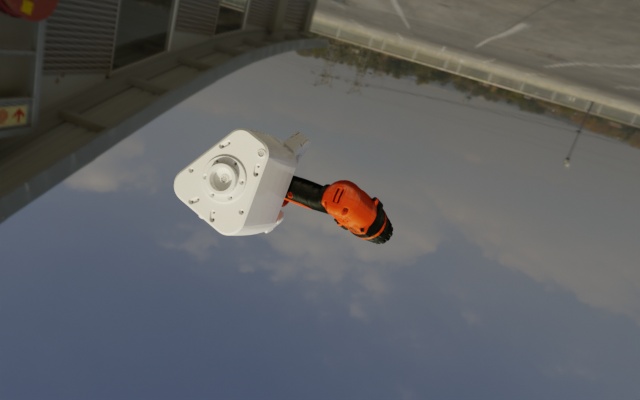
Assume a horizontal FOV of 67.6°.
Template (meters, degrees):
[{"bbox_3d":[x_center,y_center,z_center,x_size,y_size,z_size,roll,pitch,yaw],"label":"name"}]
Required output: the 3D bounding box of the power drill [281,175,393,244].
[{"bbox_3d":[0.000,0.002,0.655,0.187,0.057,0.184,16,-12,28],"label":"power drill"}]
